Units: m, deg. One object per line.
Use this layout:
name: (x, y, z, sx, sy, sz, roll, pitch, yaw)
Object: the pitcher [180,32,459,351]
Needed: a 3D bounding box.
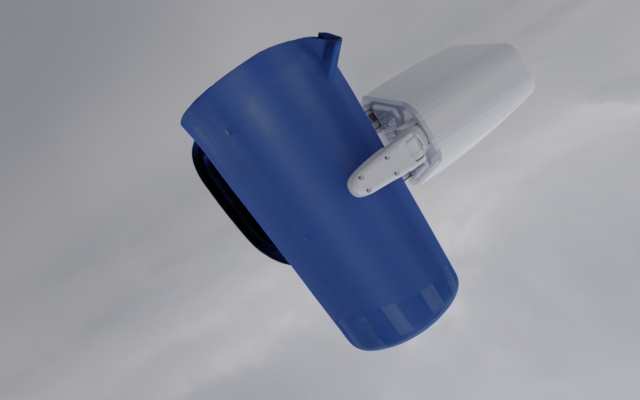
pitcher: (0.000, 0.001, 0.401, 0.145, 0.243, 0.149, -34, 6, -9)
